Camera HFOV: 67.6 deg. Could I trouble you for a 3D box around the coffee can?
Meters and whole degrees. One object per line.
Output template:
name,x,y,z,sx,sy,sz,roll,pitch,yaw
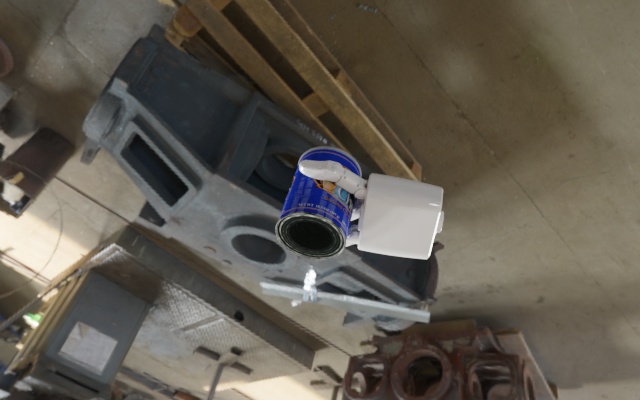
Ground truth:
coffee can,0.000,0.002,0.715,0.103,0.140,0.103,9,-42,8
